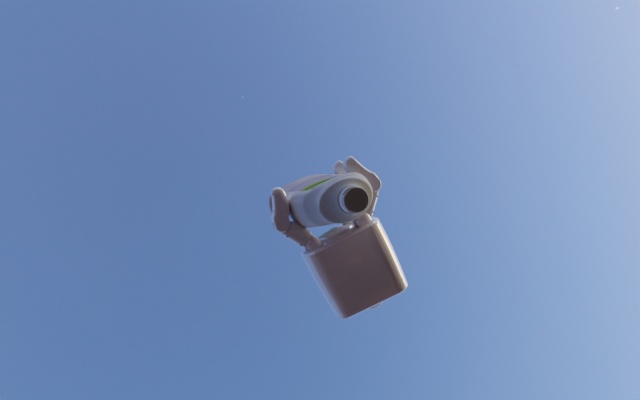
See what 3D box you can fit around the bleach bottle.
[{"bbox_3d":[0.000,0.002,0.640,0.102,0.068,0.251,-27,7,-13],"label":"bleach bottle"}]
